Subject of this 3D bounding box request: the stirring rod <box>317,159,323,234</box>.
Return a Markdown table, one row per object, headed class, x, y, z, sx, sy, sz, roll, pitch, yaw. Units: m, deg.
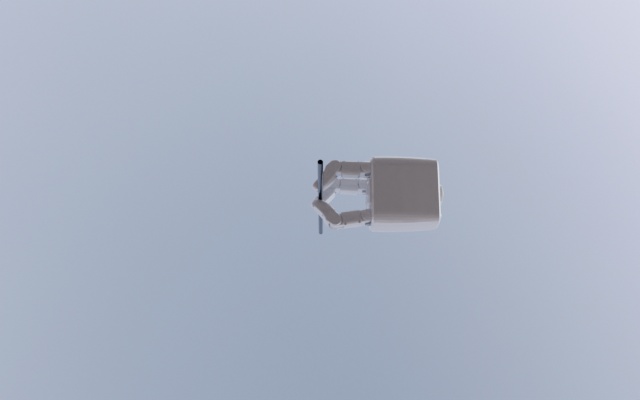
| class | x | y | z | sx | sy | sz | roll | pitch | yaw |
| --- | --- | --- | --- | --- | --- | --- | --- | --- | --- |
| stirring rod | 0.000 | 0.003 | 0.765 | 0.011 | 0.011 | 0.240 | 0 | -28 | 0 |
